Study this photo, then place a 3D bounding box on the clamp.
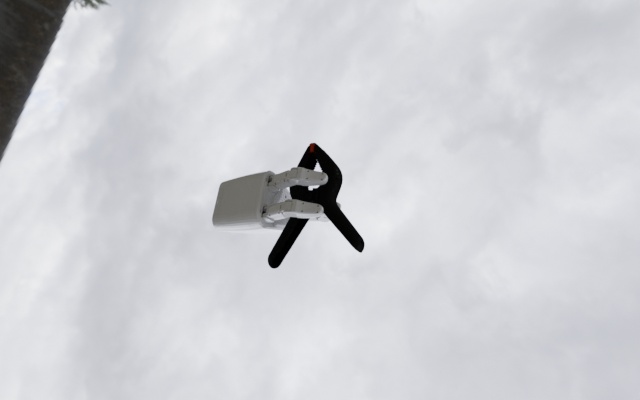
[{"bbox_3d":[0.000,0.002,0.751,0.164,0.210,0.036,-7,-26,30],"label":"clamp"}]
